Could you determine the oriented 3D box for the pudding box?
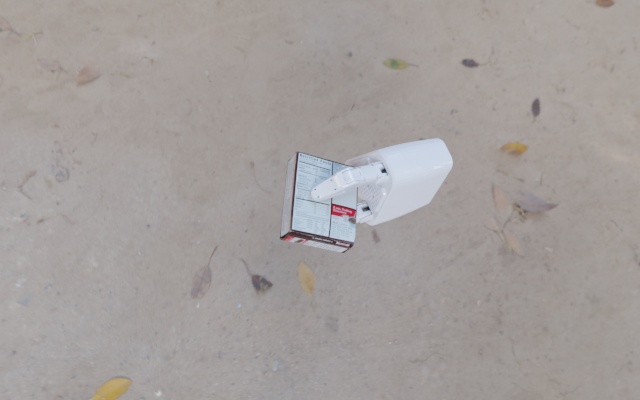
[{"bbox_3d":[0.000,0.002,0.605,0.090,0.113,0.039,13,-28,-19],"label":"pudding box"}]
